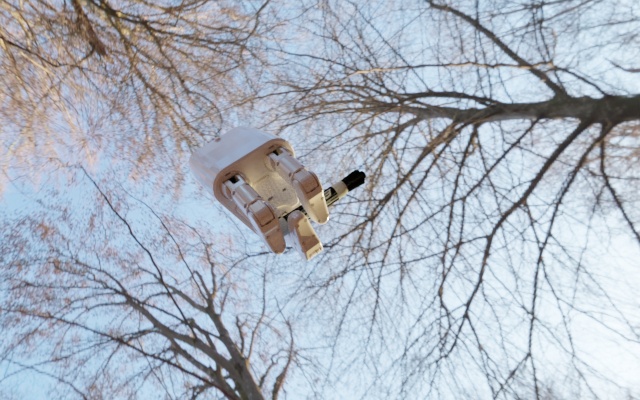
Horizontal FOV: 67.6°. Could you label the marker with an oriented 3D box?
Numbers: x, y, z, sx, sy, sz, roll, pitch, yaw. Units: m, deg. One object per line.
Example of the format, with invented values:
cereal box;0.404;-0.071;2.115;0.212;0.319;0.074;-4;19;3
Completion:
marker;0.000;0.002;0.513;0.121;0.020;0.020;-33;11;-18
